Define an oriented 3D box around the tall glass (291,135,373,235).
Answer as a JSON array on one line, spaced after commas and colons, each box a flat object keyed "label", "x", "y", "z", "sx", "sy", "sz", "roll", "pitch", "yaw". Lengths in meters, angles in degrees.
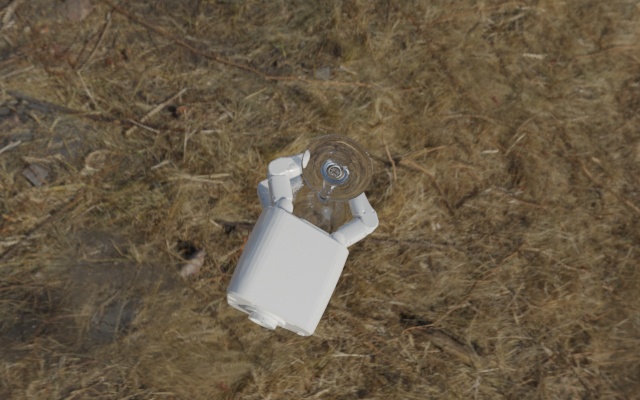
[{"label": "tall glass", "x": 0.000, "y": 0.002, "z": 0.574, "sx": 0.079, "sy": 0.079, "sz": 0.201, "roll": 0, "pitch": -21, "yaw": -10}]
